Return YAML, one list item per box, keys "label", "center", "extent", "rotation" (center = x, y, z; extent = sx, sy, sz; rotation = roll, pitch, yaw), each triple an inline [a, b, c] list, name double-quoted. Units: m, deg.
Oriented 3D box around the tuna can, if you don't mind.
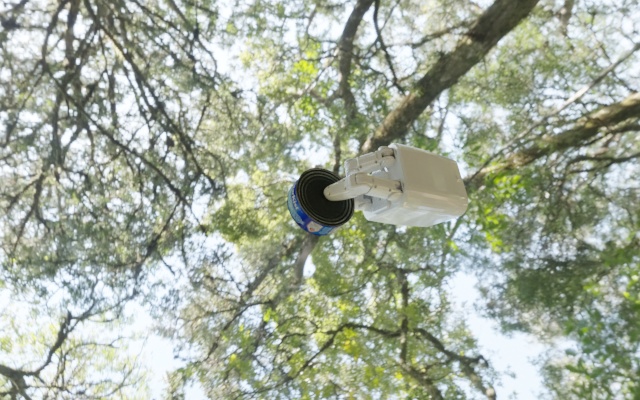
- label: "tuna can"
  center: [0.000, 0.002, 0.626]
  extent: [0.086, 0.086, 0.034]
  rotation: [0, -28, -31]
